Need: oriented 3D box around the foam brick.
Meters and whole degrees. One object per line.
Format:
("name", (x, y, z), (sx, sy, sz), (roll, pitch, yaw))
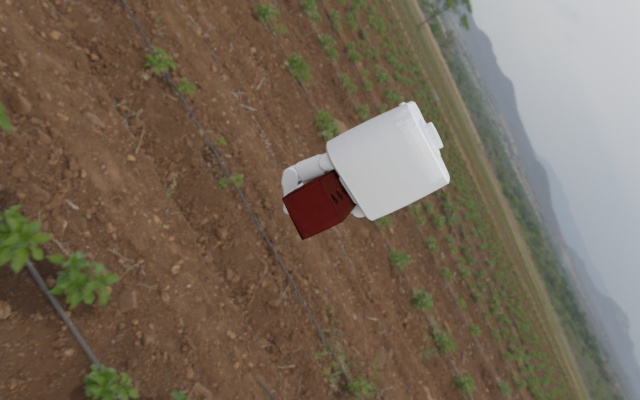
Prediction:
("foam brick", (0.000, 0.002, 0.543), (0.051, 0.053, 0.078), (-25, 6, 20))
